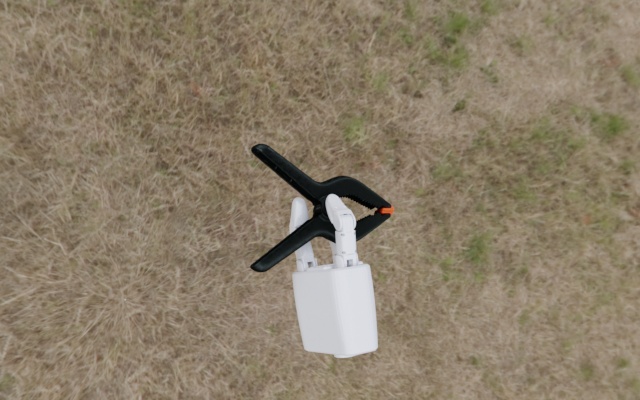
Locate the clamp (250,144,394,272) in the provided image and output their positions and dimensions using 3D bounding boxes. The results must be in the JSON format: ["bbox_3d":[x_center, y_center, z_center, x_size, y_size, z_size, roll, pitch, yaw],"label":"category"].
[{"bbox_3d":[0.001,0.002,0.643,0.210,0.164,0.036,-5,-4,-23],"label":"clamp"}]
